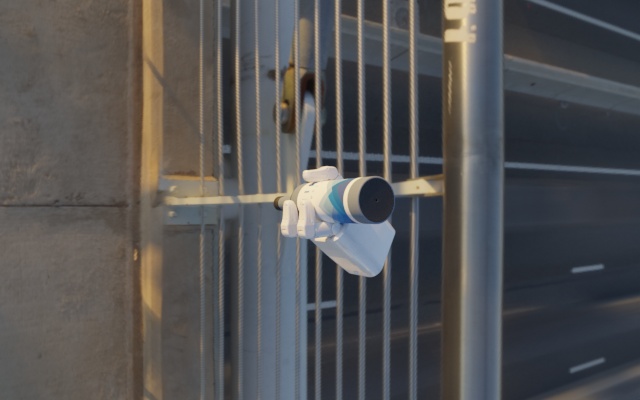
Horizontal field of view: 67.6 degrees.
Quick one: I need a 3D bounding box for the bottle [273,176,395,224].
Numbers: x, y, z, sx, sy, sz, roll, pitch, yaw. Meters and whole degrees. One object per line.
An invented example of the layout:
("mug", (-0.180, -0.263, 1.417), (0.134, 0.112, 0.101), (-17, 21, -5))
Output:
("bottle", (0.000, 0.002, 0.782), (0.069, 0.069, 0.296), (0, -1, -32))
